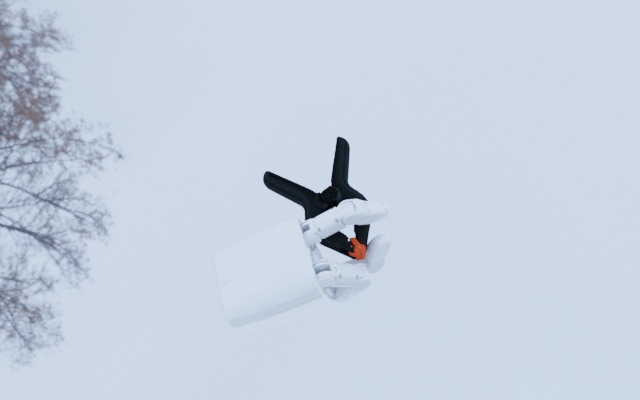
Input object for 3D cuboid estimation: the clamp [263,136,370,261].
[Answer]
[{"bbox_3d":[0.000,0.002,0.581,0.120,0.171,0.039,-23,-37,4],"label":"clamp"}]
